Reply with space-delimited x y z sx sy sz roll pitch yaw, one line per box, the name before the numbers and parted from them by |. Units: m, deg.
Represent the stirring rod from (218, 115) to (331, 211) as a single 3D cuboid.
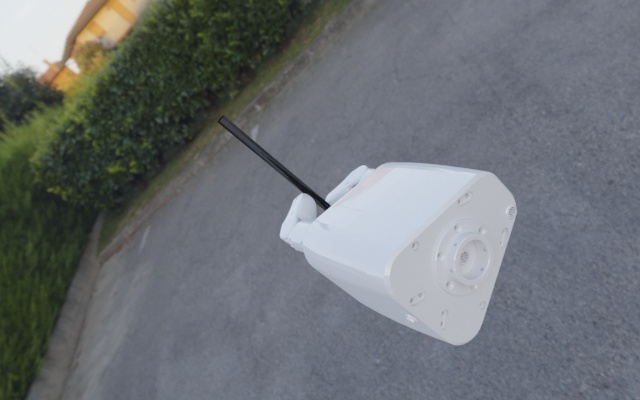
stirring rod | 0.000 0.001 0.451 0.239 0.011 0.011 40 -19 -25
